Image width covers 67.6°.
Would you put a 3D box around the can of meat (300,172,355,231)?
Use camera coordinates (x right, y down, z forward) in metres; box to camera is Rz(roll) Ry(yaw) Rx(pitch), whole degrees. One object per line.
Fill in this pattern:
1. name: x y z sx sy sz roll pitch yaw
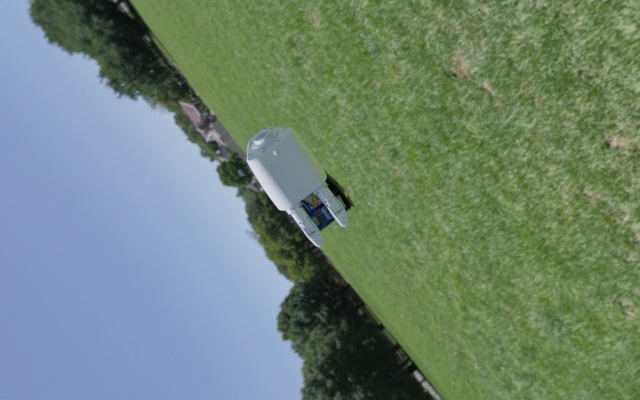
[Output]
1. can of meat: 0.000 0.003 0.858 0.084 0.057 0.102 -37 33 -5
